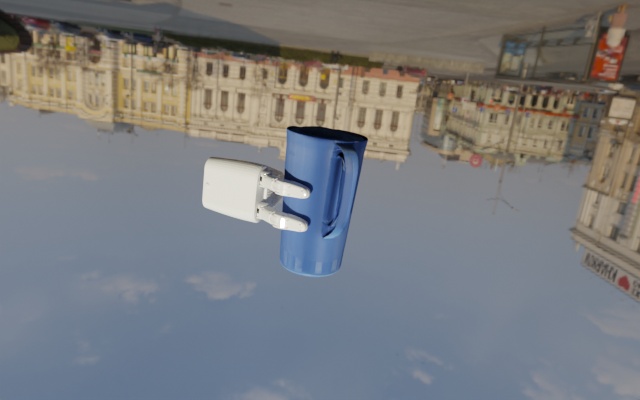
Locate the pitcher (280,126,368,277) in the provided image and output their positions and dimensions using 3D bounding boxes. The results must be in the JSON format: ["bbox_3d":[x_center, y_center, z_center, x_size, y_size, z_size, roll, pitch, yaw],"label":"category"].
[{"bbox_3d":[0.000,0.003,0.793,0.145,0.243,0.149,13,16,19],"label":"pitcher"}]
